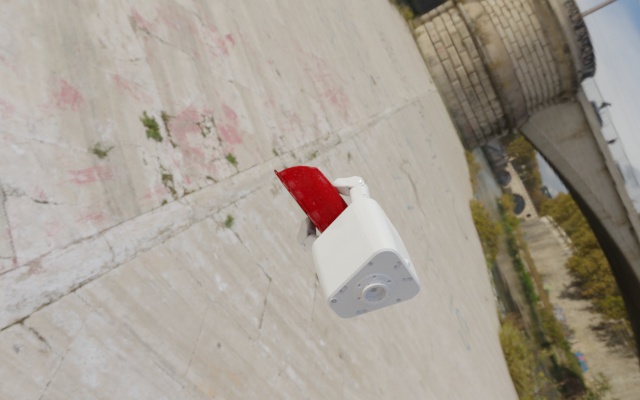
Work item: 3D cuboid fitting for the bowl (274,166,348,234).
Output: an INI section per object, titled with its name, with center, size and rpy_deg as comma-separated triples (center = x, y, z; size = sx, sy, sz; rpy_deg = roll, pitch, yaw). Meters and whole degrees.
[bowl]
center = 0.000, 0.001, 0.716
size = 0.055, 0.162, 0.162
rpy_deg = -38, 1, -1
